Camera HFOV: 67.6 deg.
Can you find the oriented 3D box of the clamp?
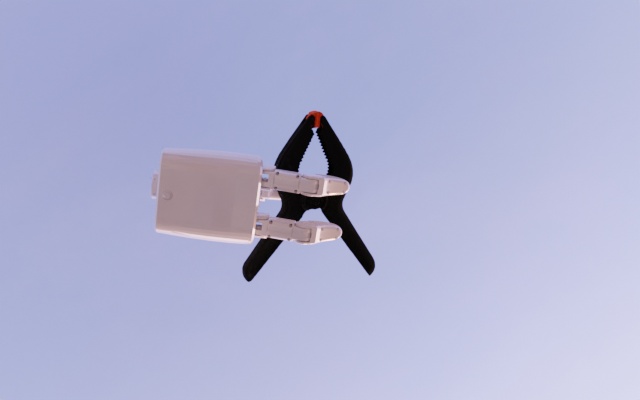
[{"bbox_3d":[0.000,0.001,0.569,0.164,0.210,0.036,6,12,-15],"label":"clamp"}]
